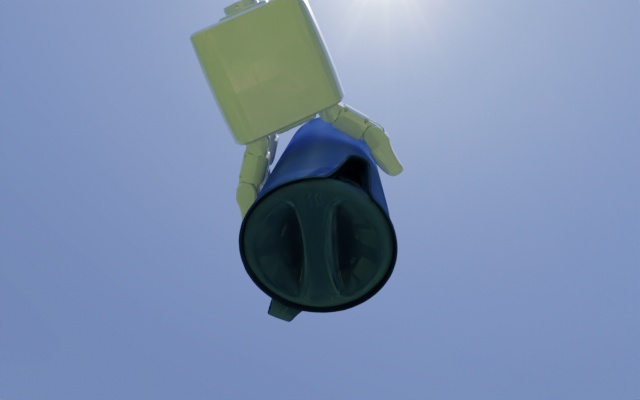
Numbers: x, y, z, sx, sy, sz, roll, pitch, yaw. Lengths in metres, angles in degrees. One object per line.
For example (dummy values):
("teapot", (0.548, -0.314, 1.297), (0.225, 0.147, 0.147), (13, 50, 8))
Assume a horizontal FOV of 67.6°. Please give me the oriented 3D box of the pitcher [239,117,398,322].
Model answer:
("pitcher", (0.000, 0.001, 0.505), (0.149, 0.145, 0.242), (-19, 22, 13))
